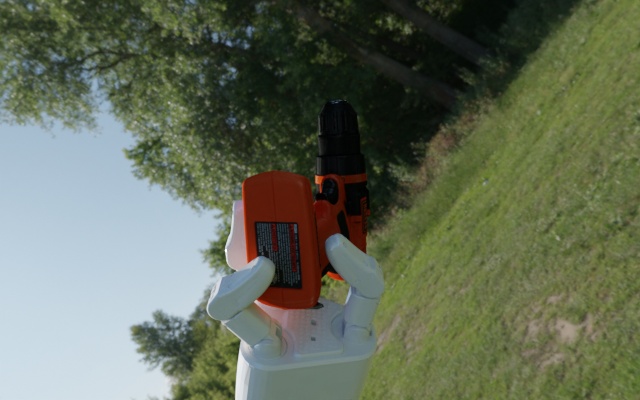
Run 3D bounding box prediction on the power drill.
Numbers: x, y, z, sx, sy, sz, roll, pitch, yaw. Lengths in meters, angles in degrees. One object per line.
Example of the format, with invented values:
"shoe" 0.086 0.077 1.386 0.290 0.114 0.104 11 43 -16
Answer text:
"power drill" 0.000 0.002 0.425 0.057 0.184 0.187 -2 9 22
